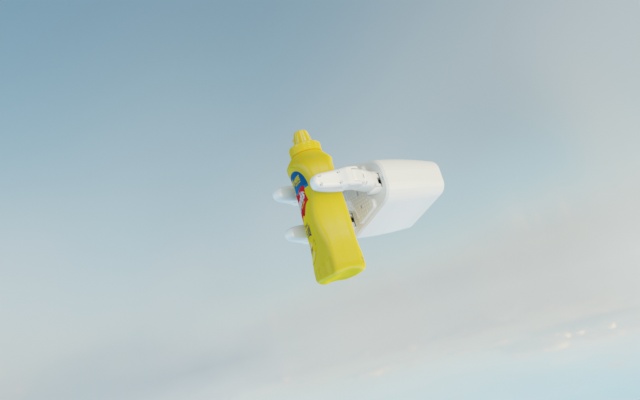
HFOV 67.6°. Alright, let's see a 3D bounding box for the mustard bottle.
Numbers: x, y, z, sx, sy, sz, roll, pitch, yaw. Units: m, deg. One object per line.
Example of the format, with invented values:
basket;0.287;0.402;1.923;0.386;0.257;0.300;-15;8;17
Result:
mustard bottle;0.000;0.002;0.585;0.058;0.191;0.096;-13;-15;-11
